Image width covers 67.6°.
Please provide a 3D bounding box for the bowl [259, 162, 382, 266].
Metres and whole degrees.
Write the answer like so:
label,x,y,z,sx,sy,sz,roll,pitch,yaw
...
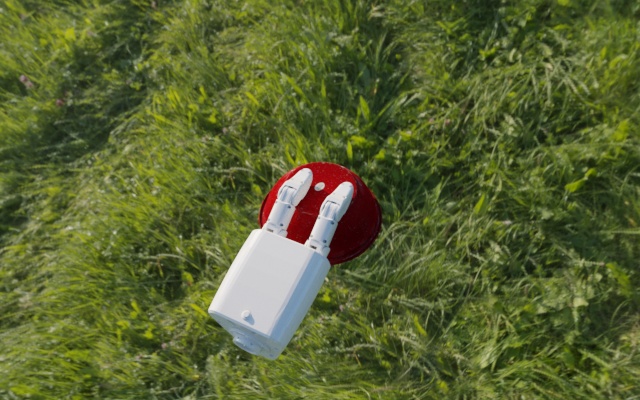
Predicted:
label,x,y,z,sx,sy,sz,roll,pitch,yaw
bowl,0.000,0.001,0.607,0.162,0.162,0.055,0,-42,0
